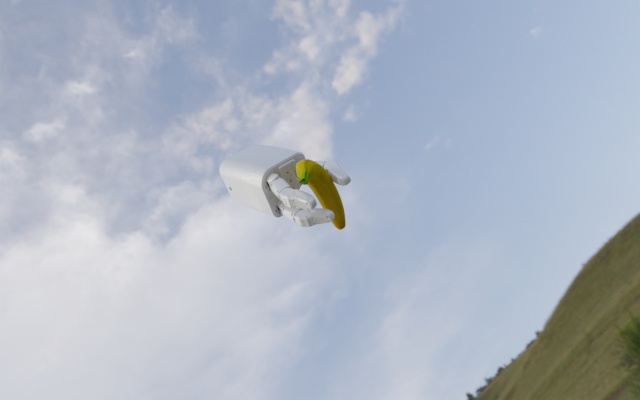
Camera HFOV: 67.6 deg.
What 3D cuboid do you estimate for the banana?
[{"bbox_3d":[0.000,-0.016,0.775,0.037,0.069,0.198,-7,-26,20],"label":"banana"}]
